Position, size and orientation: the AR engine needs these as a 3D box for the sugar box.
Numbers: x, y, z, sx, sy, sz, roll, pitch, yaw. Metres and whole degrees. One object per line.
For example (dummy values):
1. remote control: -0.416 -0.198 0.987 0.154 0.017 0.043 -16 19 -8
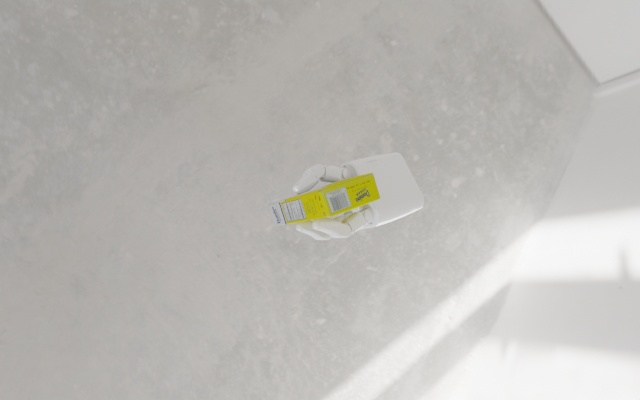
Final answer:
1. sugar box: 0.000 0.003 0.730 0.093 0.048 0.176 -18 0 -30
